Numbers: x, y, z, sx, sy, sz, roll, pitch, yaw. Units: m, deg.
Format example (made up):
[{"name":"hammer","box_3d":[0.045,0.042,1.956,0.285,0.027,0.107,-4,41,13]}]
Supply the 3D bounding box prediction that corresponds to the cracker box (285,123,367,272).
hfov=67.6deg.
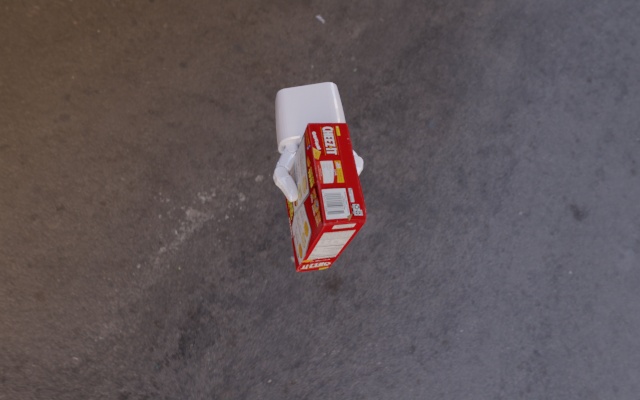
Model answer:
[{"name":"cracker box","box_3d":[0.000,0.002,0.762,0.072,0.164,0.214,-3,-24,-15]}]
